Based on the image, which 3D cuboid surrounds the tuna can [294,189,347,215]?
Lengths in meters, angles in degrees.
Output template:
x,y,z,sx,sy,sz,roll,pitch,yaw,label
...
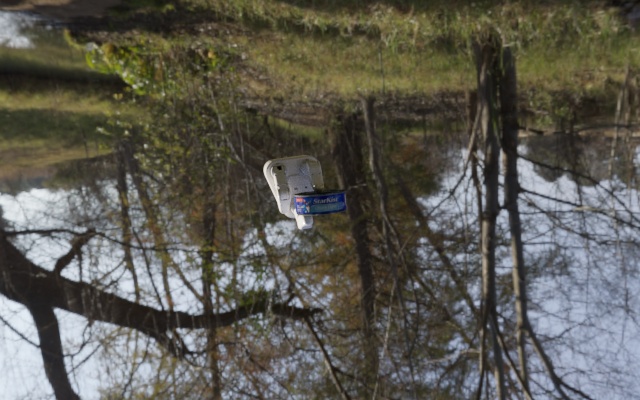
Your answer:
x,y,z,sx,sy,sz,roll,pitch,yaw,label
0.000,0.003,0.789,0.086,0.034,0.086,-5,5,0,tuna can
